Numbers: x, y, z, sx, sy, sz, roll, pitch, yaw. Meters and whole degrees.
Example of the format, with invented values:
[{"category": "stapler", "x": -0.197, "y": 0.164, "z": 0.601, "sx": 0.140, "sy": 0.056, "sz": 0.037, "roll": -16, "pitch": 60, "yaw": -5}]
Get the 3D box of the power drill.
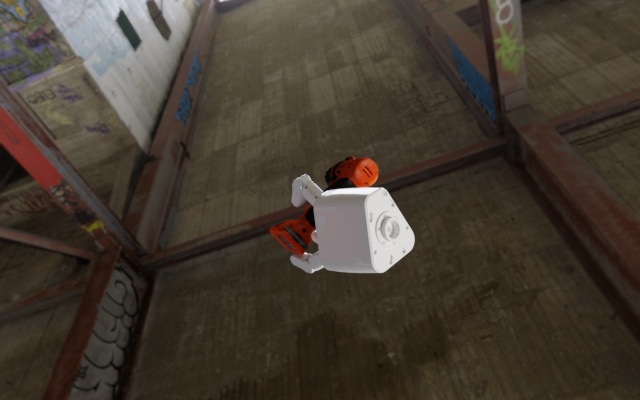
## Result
[{"category": "power drill", "x": 0.000, "y": 0.003, "z": 0.803, "sx": 0.057, "sy": 0.187, "sz": 0.184, "roll": 45, "pitch": -12, "yaw": -9}]
